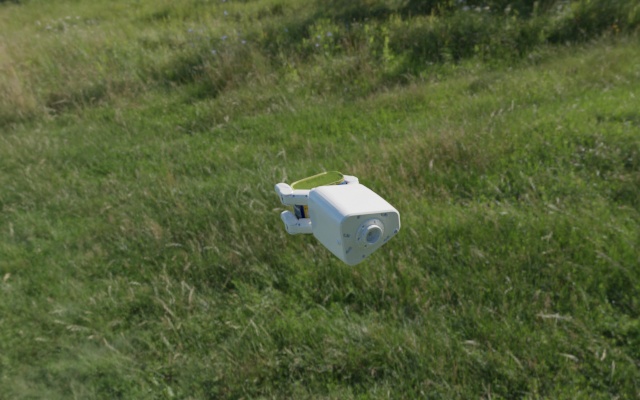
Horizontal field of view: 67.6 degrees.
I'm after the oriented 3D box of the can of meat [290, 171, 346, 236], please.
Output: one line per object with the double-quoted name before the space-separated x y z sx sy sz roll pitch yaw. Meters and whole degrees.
"can of meat" 0.000 0.002 0.847 0.102 0.084 0.057 -19 30 -17
